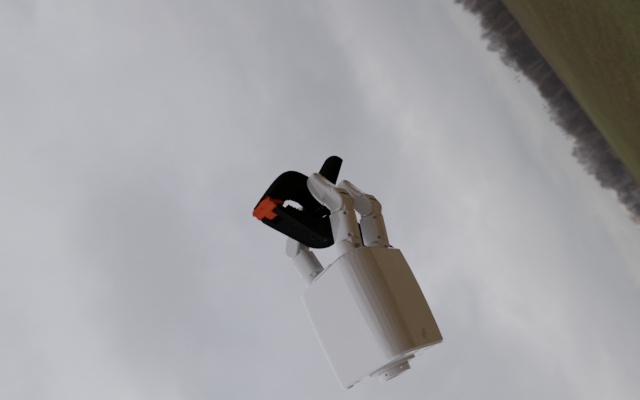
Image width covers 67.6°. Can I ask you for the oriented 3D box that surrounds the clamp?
[{"bbox_3d":[-0.001,0.002,0.543,0.036,0.164,0.210,-42,-29,27],"label":"clamp"}]
